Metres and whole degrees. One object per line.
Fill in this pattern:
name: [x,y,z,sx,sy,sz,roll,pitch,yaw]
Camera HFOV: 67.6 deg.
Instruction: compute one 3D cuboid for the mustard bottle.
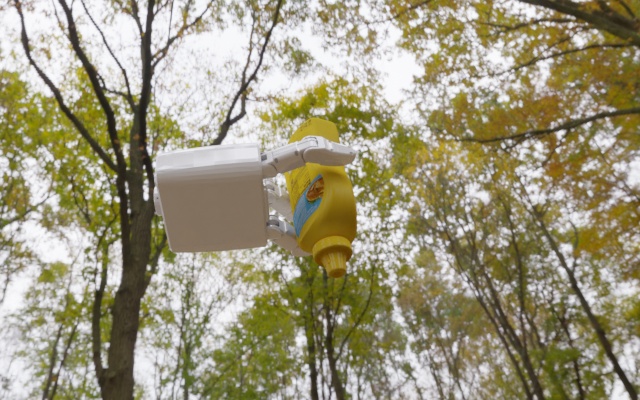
mustard bottle: [0.000,0.002,0.535,0.058,0.191,0.096,12,-46,-26]
